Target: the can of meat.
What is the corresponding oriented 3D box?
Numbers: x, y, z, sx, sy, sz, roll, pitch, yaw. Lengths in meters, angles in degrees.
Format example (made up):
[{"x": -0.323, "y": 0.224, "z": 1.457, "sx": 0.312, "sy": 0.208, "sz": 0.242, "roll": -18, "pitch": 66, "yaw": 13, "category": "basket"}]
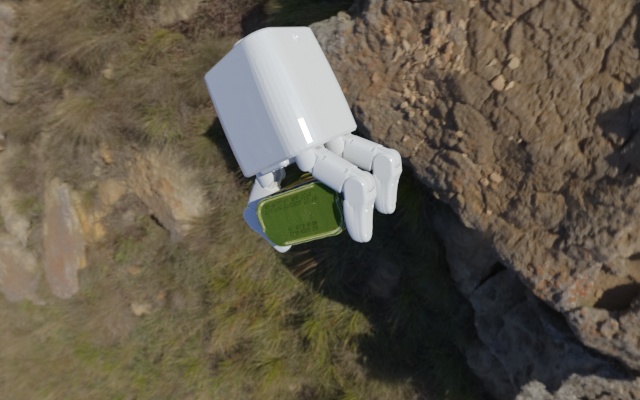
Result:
[{"x": 0.000, "y": 0.002, "z": 0.467, "sx": 0.102, "sy": 0.057, "sz": 0.084, "roll": -17, "pitch": 8, "yaw": 35, "category": "can of meat"}]
